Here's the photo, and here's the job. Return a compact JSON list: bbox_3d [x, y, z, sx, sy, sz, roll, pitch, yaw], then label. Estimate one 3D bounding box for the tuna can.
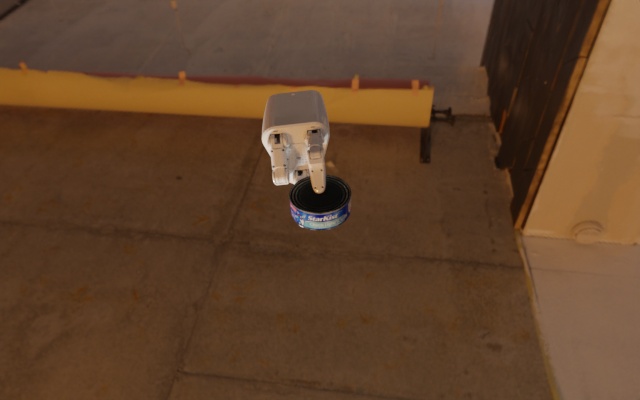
[{"bbox_3d":[0.000,0.003,0.664,0.086,0.034,0.086,-2,39,2],"label":"tuna can"}]
